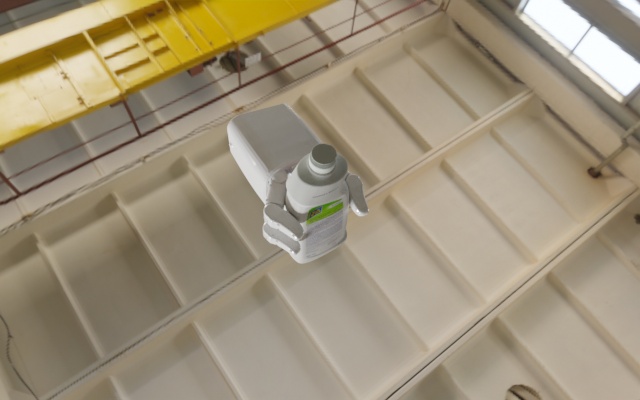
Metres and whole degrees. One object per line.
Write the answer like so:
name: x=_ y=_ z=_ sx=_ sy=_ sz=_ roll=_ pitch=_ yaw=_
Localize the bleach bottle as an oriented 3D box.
bleach bottle: x=0.000 y=0.002 z=0.644 sx=0.102 sy=0.068 sz=0.251 roll=-29 pitch=-21 yaw=-19
